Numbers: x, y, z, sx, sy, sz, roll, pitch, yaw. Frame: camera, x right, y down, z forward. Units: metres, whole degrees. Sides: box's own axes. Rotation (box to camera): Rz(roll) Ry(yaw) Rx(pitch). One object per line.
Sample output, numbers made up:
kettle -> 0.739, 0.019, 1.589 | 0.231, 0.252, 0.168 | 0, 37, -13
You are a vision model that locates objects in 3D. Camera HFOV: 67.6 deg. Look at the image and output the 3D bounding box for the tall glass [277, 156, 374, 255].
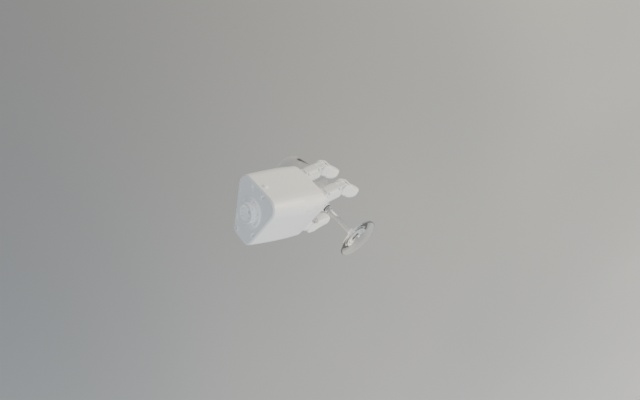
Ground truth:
tall glass -> 0.001, 0.003, 0.843 | 0.201, 0.079, 0.079 | 45, 26, 29
